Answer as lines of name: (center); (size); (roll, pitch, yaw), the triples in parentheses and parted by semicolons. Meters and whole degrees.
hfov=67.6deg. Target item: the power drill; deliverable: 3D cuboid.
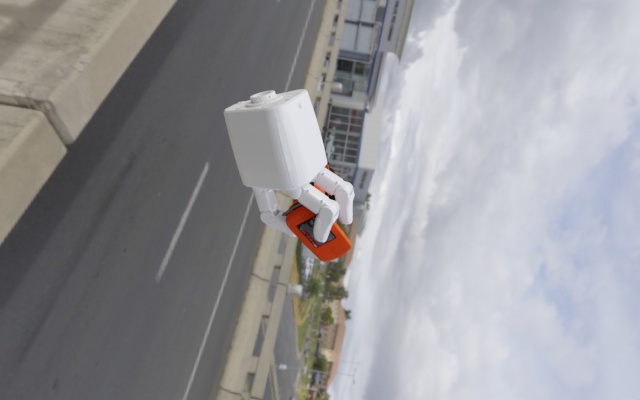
power drill: (0.000, 0.002, 0.732); (0.057, 0.184, 0.187); (-31, 34, 17)
